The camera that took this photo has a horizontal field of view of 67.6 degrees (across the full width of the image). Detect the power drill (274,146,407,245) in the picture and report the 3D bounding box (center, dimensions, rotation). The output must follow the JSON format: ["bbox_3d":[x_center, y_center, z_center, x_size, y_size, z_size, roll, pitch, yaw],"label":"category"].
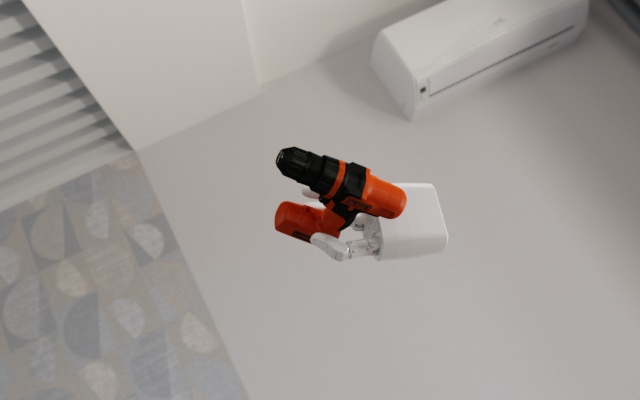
[{"bbox_3d":[0.000,0.002,0.675,0.184,0.057,0.188,22,-28,-17],"label":"power drill"}]
